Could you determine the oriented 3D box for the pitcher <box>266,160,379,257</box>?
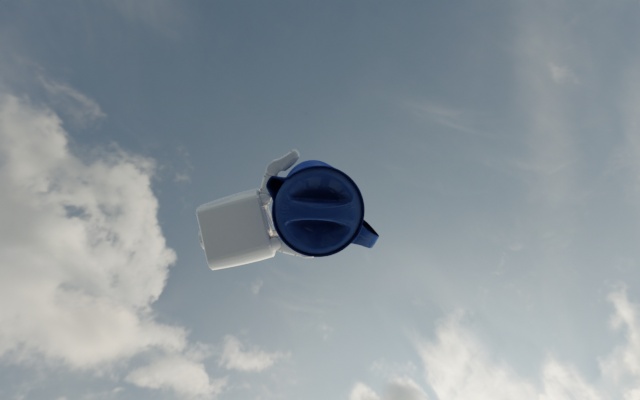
[{"bbox_3d":[0.000,0.003,0.790,0.145,0.149,0.242,-16,10,0],"label":"pitcher"}]
